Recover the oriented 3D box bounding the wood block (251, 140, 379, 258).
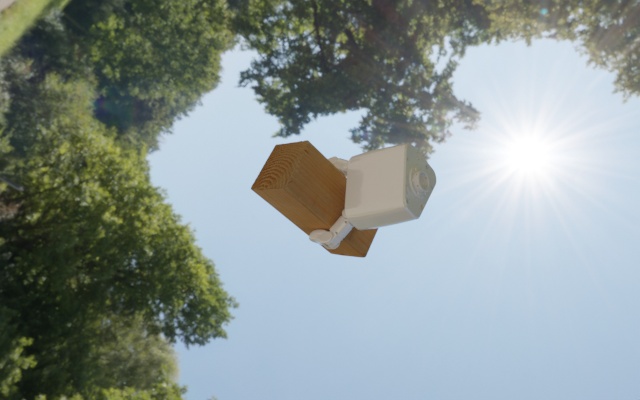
[{"bbox_3d":[0.000,0.003,0.784,0.090,0.090,0.206,1,-33,49],"label":"wood block"}]
